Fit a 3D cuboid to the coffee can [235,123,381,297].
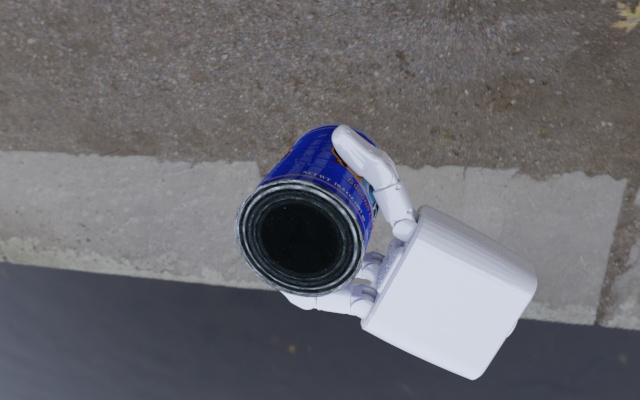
[{"bbox_3d":[0.000,0.001,0.419,0.103,0.103,0.140,0,25,16],"label":"coffee can"}]
